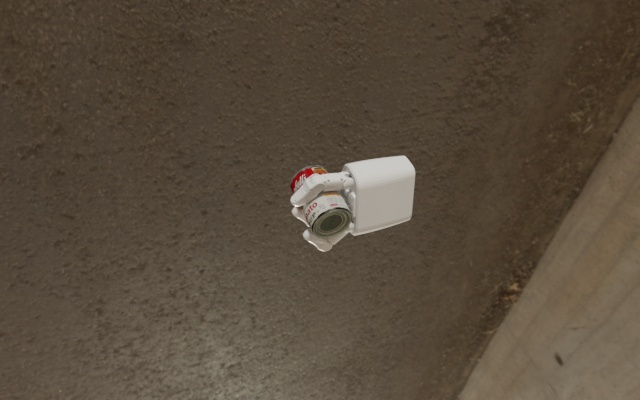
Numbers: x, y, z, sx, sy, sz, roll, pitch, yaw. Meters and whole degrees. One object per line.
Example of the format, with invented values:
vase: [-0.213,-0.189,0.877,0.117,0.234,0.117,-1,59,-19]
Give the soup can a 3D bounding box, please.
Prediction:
soup can: [0.000,0.003,0.757,0.068,0.068,0.102,0,43,-30]
